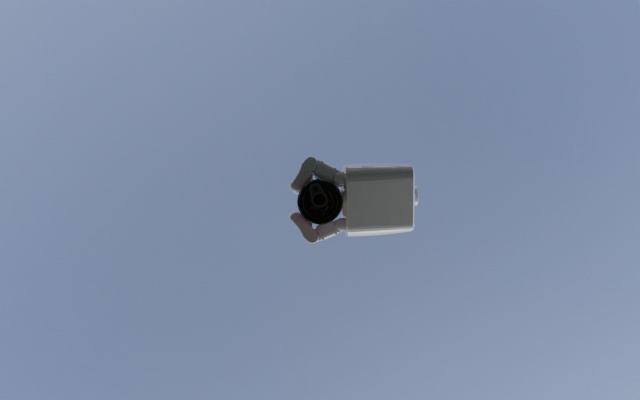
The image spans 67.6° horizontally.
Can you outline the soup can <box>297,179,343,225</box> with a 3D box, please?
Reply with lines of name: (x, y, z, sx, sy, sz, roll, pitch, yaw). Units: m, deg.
soup can: (0.000, 0.003, 0.753, 0.068, 0.068, 0.102, 0, -1, 1)
